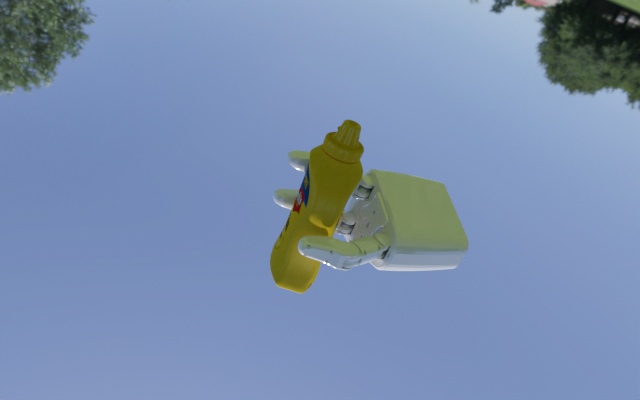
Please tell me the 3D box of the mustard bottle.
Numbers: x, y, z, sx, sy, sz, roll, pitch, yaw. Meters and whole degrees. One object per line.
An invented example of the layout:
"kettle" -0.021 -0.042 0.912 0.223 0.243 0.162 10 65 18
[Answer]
"mustard bottle" 0.000 0.002 0.509 0.058 0.192 0.096 19 31 -7
